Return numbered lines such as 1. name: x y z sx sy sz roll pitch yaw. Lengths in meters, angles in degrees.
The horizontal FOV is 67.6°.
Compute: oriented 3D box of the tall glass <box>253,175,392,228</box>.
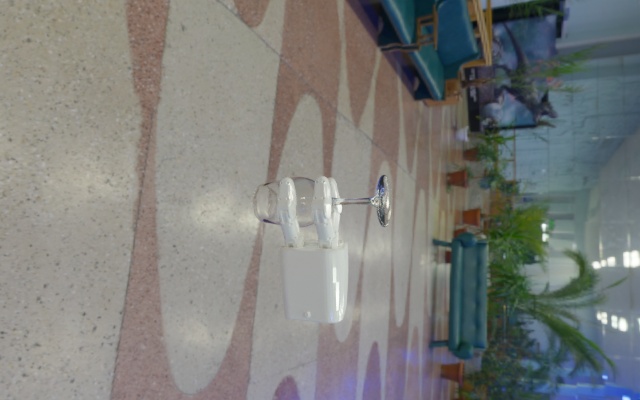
1. tall glass: 0.001 0.002 0.714 0.201 0.079 0.079 -1 0 24
